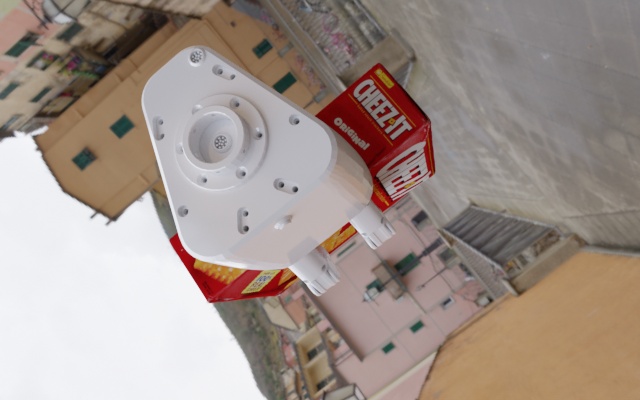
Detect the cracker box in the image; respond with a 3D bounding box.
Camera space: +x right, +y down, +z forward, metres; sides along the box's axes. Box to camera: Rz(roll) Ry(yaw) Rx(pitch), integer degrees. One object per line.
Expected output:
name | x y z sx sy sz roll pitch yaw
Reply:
cracker box | 0.000 0.001 0.429 0.214 0.072 0.164 -38 -16 6
